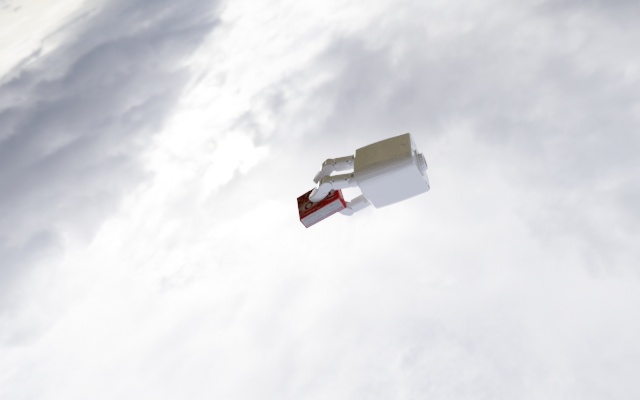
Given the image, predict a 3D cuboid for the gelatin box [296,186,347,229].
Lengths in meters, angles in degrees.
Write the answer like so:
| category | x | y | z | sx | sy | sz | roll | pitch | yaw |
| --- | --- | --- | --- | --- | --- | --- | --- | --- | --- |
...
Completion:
| category | x | y | z | sx | sy | sz | roll | pitch | yaw |
| --- | --- | --- | --- | --- | --- | --- | --- | --- | --- |
| gelatin box | 0.000 | 0.003 | 0.891 | 0.089 | 0.030 | 0.073 | -30 | 34 | 12 |
